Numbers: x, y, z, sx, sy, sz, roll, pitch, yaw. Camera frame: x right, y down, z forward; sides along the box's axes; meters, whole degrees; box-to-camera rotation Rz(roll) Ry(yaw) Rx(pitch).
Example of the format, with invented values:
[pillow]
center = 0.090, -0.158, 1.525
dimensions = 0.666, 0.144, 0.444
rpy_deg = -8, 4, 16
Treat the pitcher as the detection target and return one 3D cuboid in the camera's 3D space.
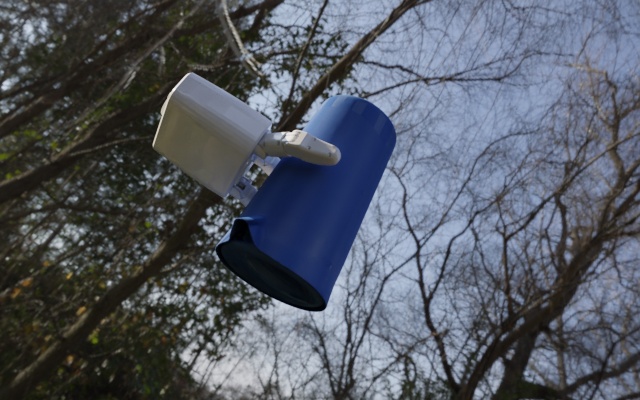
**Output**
[pitcher]
center = 0.000, 0.002, 0.563
dimensions = 0.145, 0.242, 0.149
rpy_deg = 32, -27, -4
